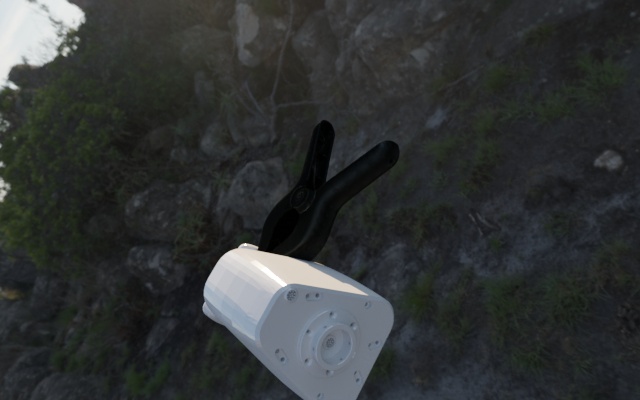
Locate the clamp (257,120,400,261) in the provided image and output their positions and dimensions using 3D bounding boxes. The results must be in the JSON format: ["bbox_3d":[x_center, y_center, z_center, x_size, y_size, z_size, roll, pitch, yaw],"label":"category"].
[{"bbox_3d":[0.000,0.001,0.444,0.039,0.171,0.120,32,-10,-32],"label":"clamp"}]
